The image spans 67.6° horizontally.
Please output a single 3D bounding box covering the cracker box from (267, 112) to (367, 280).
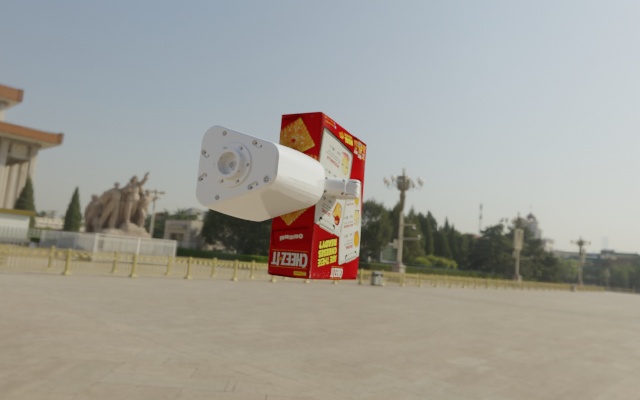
[{"bbox_3d":[0.000,0.002,0.678,0.072,0.213,0.164,2,-8,26],"label":"cracker box"}]
